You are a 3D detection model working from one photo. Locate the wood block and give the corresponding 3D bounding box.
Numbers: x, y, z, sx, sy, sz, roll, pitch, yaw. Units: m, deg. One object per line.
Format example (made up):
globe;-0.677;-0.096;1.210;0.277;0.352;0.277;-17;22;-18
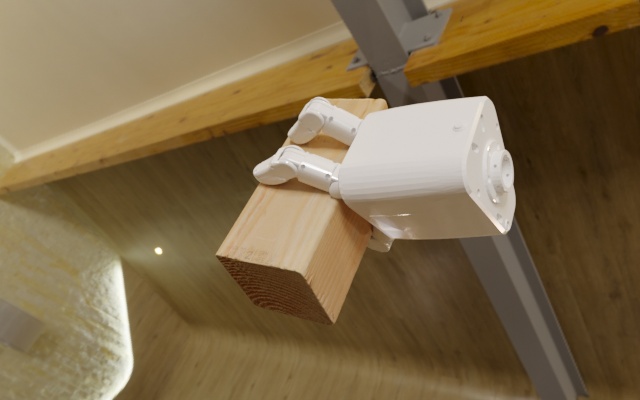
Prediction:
wood block;0.001;0.002;0.466;0.090;0.206;0.091;7;-38;29
